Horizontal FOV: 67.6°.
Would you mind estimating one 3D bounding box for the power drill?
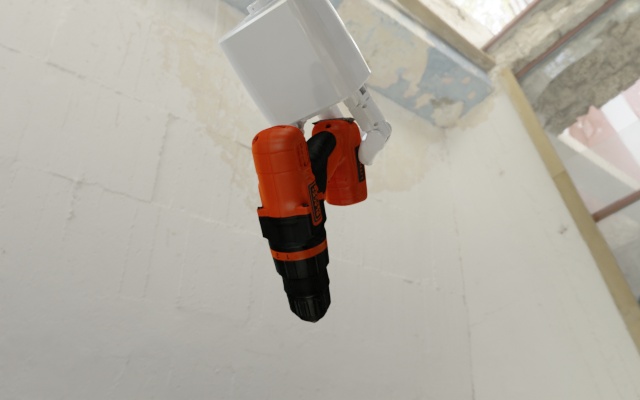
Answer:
[{"bbox_3d":[0.000,0.001,0.481,0.057,0.184,0.187,-2,20,19],"label":"power drill"}]
